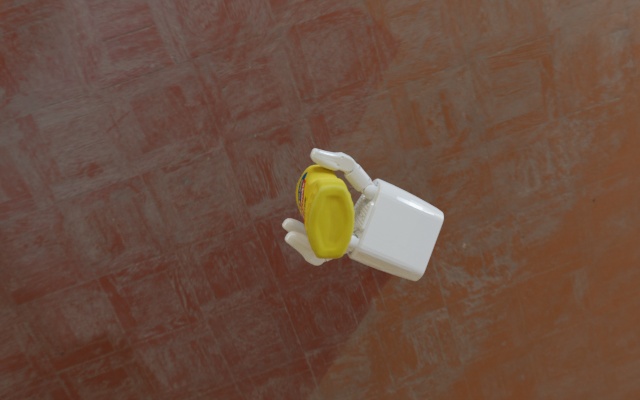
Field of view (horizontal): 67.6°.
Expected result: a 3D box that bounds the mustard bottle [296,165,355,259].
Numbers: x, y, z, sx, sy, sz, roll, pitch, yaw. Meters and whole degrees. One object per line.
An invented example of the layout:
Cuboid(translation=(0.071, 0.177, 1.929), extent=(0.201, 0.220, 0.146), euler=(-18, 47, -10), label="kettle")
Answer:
Cuboid(translation=(0.000, 0.002, 0.652), extent=(0.058, 0.096, 0.191), euler=(-1, 16, -8), label="mustard bottle")
